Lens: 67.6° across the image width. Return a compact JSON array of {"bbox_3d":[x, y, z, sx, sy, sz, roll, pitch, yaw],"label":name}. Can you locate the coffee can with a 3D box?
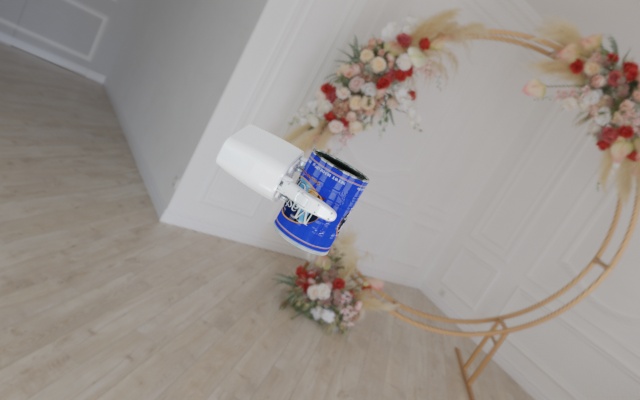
[{"bbox_3d":[0.000,0.003,0.768,0.103,0.140,0.102,28,12,-7],"label":"coffee can"}]
